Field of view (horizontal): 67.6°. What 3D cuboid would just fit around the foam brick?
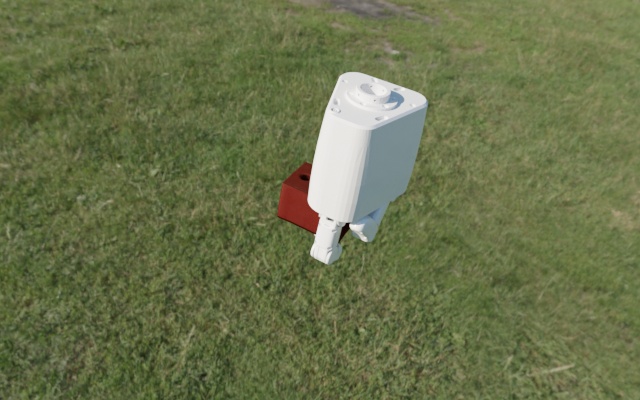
[{"bbox_3d":[0.000,0.002,0.526,0.078,0.051,0.053,24,41,17],"label":"foam brick"}]
